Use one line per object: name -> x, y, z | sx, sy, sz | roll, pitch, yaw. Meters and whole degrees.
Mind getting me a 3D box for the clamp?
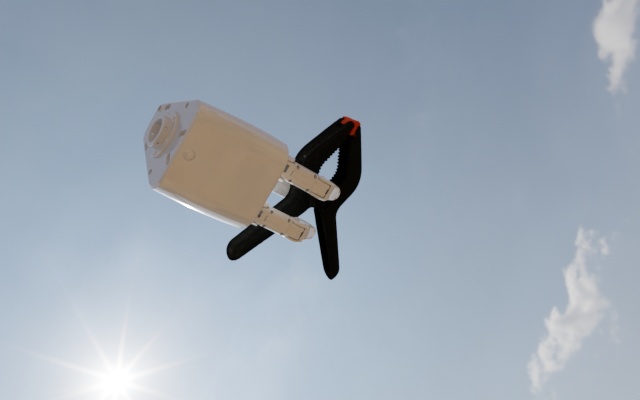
clamp -> 0.000, 0.001, 0.582 | 0.164, 0.210, 0.036 | 26, 6, -39
